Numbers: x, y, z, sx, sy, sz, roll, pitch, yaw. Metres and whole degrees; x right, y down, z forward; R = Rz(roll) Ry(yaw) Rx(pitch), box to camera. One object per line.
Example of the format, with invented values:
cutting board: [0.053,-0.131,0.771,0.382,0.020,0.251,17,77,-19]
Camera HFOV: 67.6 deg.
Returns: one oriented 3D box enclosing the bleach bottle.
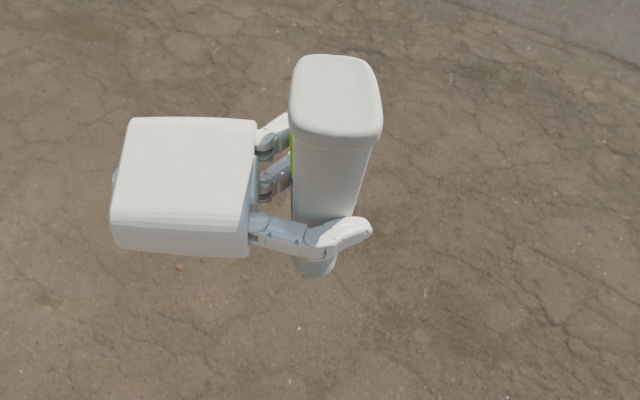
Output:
bleach bottle: [0.000,0.001,0.438,0.068,0.102,0.251,3,-42,-4]
